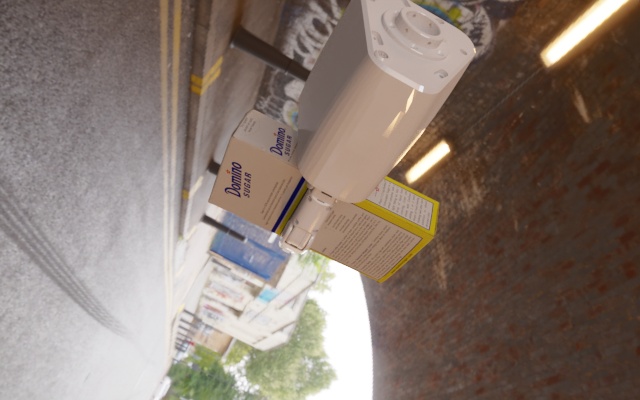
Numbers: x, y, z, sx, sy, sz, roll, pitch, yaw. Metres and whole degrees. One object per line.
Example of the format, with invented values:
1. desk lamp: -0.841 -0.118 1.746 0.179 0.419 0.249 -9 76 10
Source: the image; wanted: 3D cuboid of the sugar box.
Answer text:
1. sugar box: 0.000 0.001 0.408 0.176 0.048 0.093 28 -42 -6
